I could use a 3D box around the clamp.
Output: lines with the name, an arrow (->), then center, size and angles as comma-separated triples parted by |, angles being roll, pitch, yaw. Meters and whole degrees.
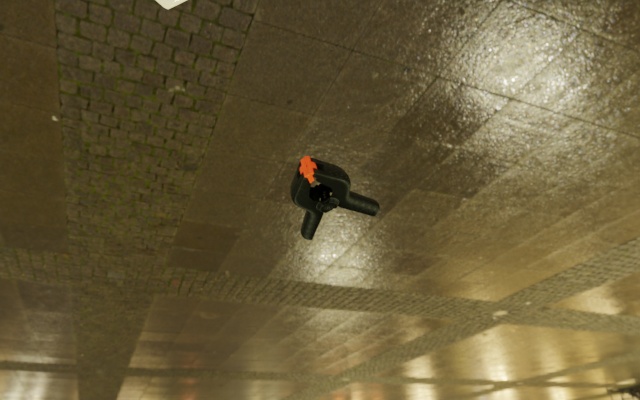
clamp -> 0.000, 0.002, 0.642 | 0.120, 0.039, 0.171 | -31, -37, 12
